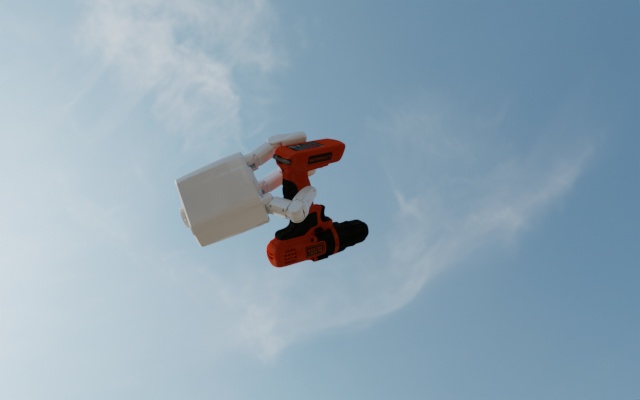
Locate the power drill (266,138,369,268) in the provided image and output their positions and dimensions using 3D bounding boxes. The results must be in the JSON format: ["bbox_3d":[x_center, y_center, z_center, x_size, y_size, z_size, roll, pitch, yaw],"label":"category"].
[{"bbox_3d":[0.000,0.002,0.742,0.184,0.188,0.057,-14,22,-32],"label":"power drill"}]
